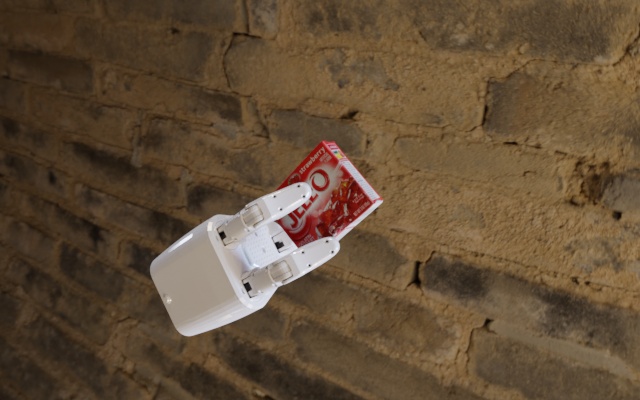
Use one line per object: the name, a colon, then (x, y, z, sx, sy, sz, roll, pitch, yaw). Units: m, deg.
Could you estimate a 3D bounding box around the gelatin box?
gelatin box: (0.001, 0.001, 0.439, 0.089, 0.073, 0.030, -44, -13, 24)
